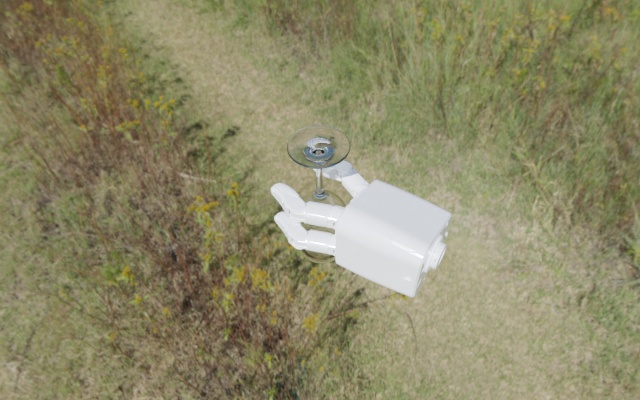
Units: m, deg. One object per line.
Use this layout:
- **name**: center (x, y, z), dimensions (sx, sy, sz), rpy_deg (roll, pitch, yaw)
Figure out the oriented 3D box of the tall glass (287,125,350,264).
- **tall glass**: center (0.000, 0.002, 0.629), dimensions (0.079, 0.079, 0.201), rpy_deg (0, -41, 1)
